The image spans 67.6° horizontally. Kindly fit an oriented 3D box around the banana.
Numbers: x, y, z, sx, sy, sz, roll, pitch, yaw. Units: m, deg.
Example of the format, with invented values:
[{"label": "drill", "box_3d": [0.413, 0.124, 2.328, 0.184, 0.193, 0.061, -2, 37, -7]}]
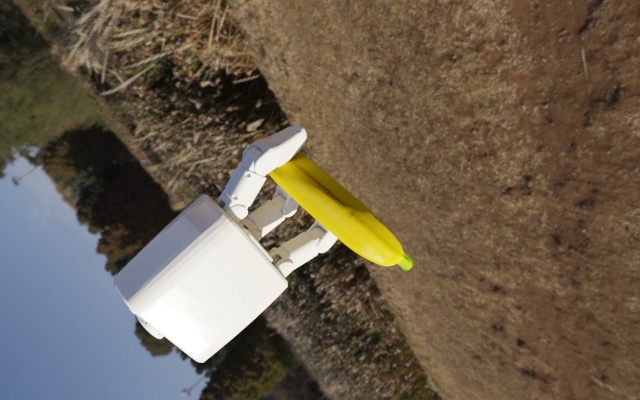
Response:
[{"label": "banana", "box_3d": [0.001, -0.001, 0.432, 0.198, 0.037, 0.070, 42, -8, 12]}]
